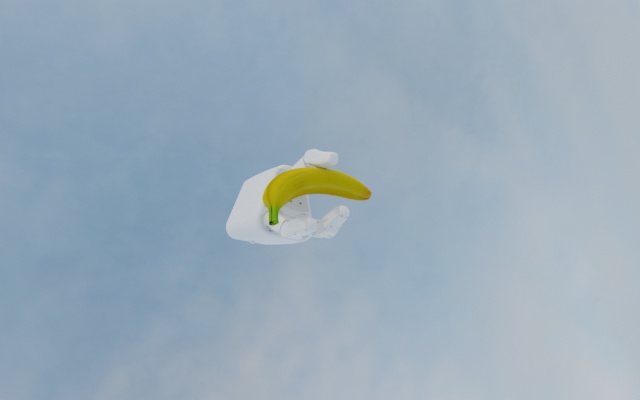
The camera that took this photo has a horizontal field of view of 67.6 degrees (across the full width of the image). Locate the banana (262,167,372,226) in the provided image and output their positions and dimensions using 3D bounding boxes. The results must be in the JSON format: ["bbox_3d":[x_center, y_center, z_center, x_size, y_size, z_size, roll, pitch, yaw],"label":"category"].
[{"bbox_3d":[-0.010,-0.014,0.648,0.198,0.069,0.037,-15,-12,-44],"label":"banana"}]
